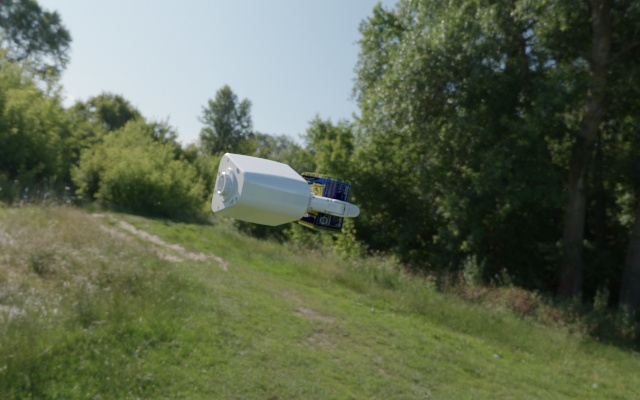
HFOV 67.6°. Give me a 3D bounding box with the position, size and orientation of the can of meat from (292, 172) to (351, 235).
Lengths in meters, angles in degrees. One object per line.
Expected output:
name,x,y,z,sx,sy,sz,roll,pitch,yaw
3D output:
can of meat,0.000,0.002,0.756,0.057,0.084,0.102,11,1,-32
